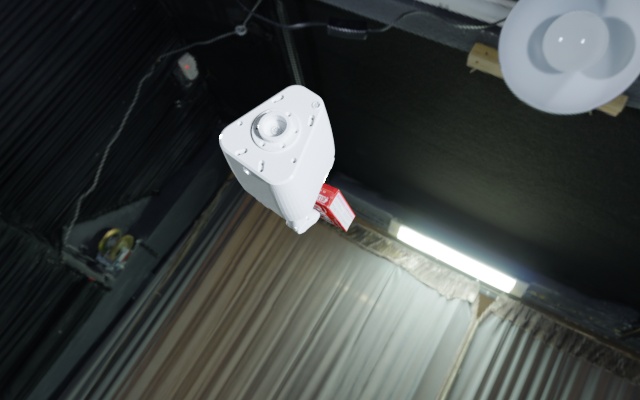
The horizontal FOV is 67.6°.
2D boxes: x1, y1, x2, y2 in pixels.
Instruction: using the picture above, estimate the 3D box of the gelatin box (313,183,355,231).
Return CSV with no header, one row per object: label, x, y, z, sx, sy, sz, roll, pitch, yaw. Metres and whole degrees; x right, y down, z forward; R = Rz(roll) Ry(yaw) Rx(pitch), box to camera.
gelatin box,0.000,0.002,0.647,0.073,0.030,0.089,25,-13,28
